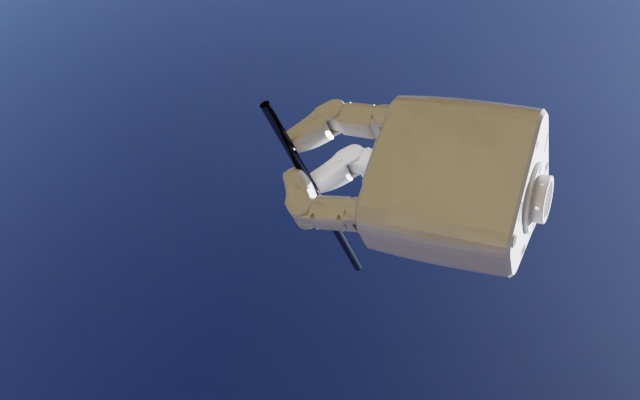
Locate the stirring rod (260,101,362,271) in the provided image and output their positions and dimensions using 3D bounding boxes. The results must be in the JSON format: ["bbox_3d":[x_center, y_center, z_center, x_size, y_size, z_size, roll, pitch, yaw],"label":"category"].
[{"bbox_3d":[0.000,0.001,0.439,0.011,0.011,0.240,0,-37,25],"label":"stirring rod"}]
